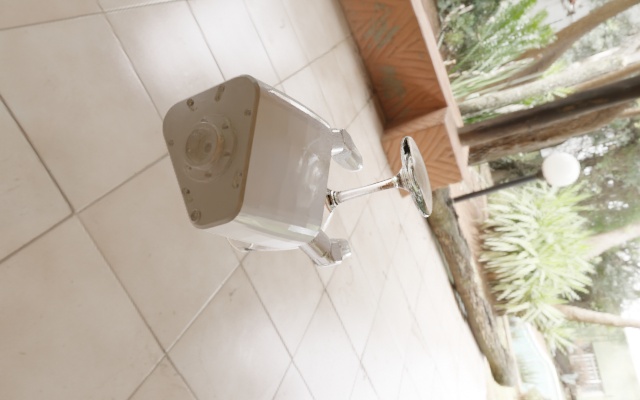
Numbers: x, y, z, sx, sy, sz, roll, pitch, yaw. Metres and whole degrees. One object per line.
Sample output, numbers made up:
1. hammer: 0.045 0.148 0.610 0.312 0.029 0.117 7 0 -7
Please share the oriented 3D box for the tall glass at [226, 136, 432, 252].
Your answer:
1. tall glass: 0.001 0.001 0.466 0.201 0.079 0.079 -15 -7 26
